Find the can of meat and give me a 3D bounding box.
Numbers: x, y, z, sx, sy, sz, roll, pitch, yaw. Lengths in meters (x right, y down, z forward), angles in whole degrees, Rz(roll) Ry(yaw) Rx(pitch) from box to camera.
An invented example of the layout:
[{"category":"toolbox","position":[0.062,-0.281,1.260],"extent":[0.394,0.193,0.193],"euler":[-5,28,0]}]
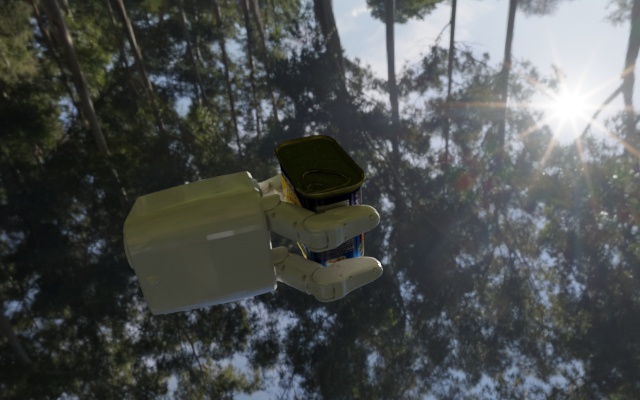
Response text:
[{"category":"can of meat","position":[0.000,0.002,0.425],"extent":[0.057,0.084,0.102],"euler":[-14,34,-14]}]
